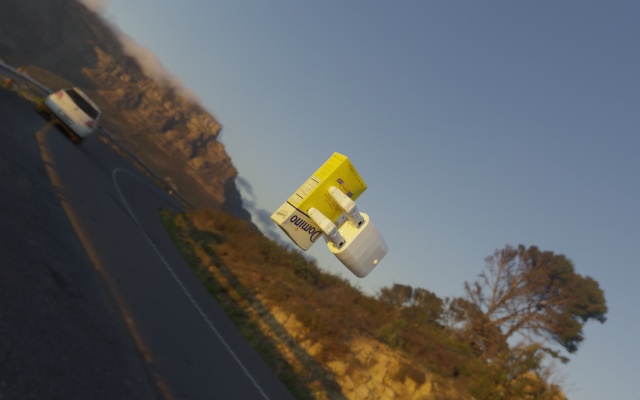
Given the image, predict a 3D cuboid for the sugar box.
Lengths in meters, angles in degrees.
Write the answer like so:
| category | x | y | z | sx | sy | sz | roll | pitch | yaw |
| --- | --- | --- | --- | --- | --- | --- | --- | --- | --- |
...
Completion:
| category | x | y | z | sx | sy | sz | roll | pitch | yaw |
| --- | --- | --- | --- | --- | --- | --- | --- | --- | --- |
| sugar box | 0.001 | 0.003 | 0.898 | 0.048 | 0.176 | 0.093 | 30 | -16 | 50 |
